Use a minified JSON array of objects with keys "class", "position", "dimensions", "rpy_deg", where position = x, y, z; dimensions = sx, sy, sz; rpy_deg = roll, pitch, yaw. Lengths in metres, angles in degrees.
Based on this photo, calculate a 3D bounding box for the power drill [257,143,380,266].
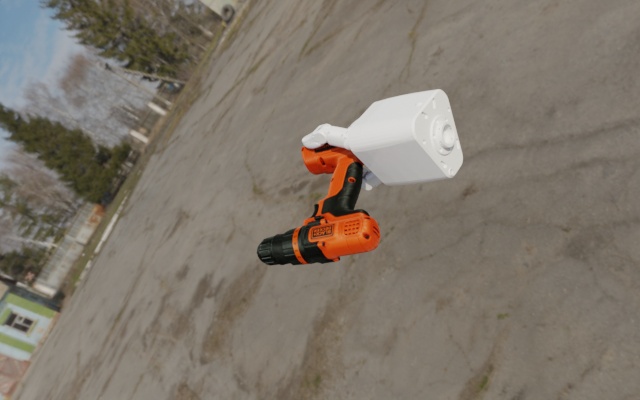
[{"class":"power drill","position":[0.000,0.002,0.678],"dimensions":[0.184,0.187,0.057],"rpy_deg":[-12,-36,27]}]
